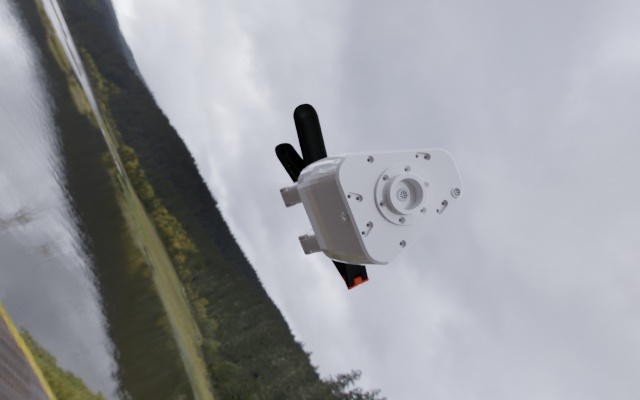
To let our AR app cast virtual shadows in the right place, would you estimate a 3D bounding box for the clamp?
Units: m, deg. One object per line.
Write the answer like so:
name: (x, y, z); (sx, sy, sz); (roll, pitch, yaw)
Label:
clamp: (0.001, 0.002, 0.566); (0.036, 0.210, 0.164); (-23, 4, -14)
